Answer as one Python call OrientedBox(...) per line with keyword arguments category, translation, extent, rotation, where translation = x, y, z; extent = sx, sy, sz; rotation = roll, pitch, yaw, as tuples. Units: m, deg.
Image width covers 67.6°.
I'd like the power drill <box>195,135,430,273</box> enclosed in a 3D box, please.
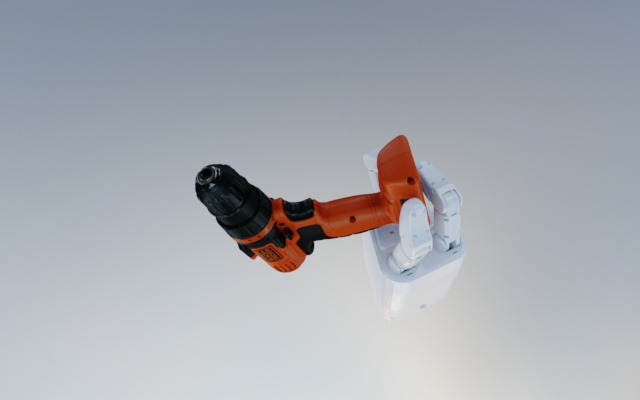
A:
OrientedBox(category="power drill", translation=(0.001, 0.002, 0.449), extent=(0.187, 0.057, 0.184), rotation=(-16, -31, 13))
